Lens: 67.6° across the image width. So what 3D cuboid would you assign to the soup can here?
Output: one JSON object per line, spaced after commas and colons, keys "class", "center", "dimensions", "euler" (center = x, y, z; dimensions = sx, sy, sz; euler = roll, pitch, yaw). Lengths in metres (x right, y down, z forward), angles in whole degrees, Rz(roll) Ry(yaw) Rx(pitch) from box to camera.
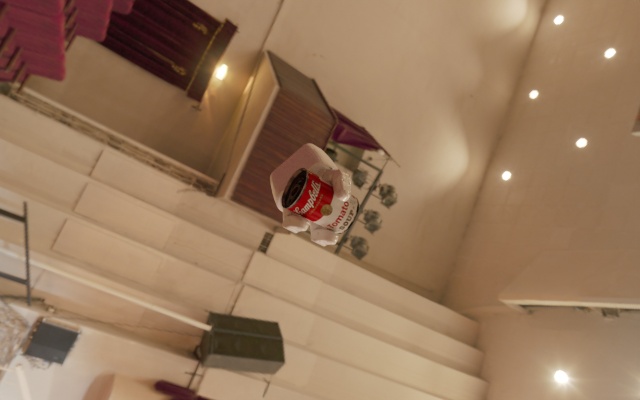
{"class": "soup can", "center": [0.001, 0.003, 0.738], "dimensions": [0.102, 0.068, 0.068], "euler": [28, -13, -25]}
